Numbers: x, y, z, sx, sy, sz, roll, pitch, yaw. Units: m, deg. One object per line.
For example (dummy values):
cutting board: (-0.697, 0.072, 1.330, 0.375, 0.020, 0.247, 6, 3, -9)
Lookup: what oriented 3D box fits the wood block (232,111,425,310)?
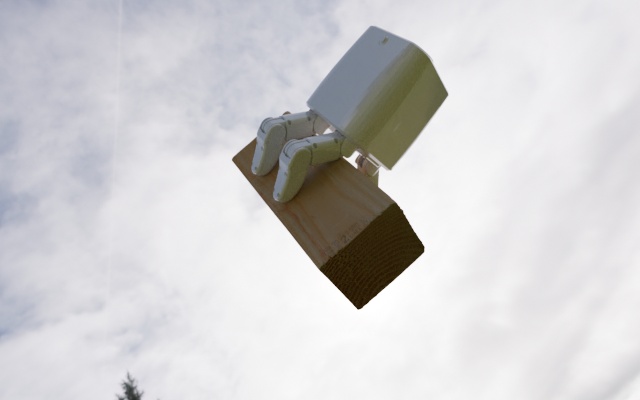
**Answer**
wood block: (0.000, 0.001, 0.499, 0.206, 0.090, 0.091, 46, -3, 46)
